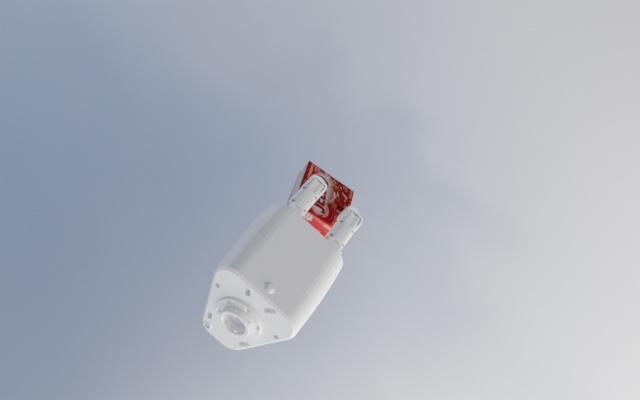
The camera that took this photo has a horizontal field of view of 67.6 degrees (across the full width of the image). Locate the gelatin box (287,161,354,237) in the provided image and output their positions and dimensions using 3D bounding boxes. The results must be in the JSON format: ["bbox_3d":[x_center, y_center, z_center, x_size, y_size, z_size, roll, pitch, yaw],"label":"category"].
[{"bbox_3d":[0.000,0.002,0.589,0.073,0.089,0.030,34,-53,-13],"label":"gelatin box"}]
